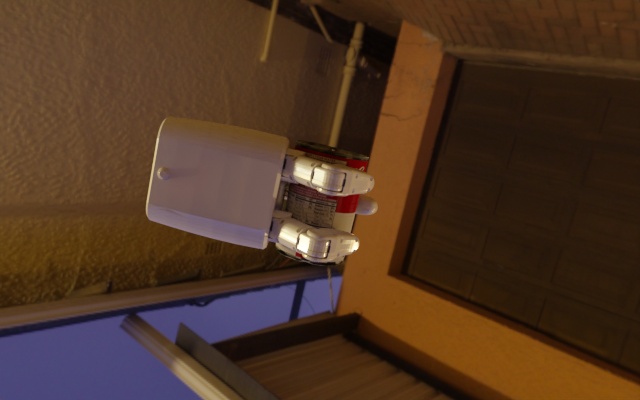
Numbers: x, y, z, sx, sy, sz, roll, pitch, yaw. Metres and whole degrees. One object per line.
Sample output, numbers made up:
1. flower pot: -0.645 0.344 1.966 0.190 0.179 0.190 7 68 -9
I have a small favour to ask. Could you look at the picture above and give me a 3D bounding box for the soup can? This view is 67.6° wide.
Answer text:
1. soup can: 0.000 0.002 0.441 0.068 0.102 0.068 12 9 -2
